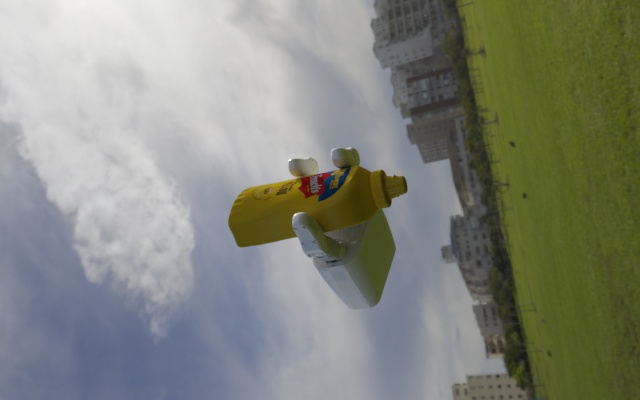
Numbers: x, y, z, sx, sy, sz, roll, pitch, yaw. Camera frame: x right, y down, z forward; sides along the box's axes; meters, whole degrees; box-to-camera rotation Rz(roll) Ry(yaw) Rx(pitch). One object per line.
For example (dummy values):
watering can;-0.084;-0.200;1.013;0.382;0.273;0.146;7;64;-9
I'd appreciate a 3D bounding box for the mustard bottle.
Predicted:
mustard bottle;0.000;0.001;0.526;0.191;0.058;0.096;-11;22;19
